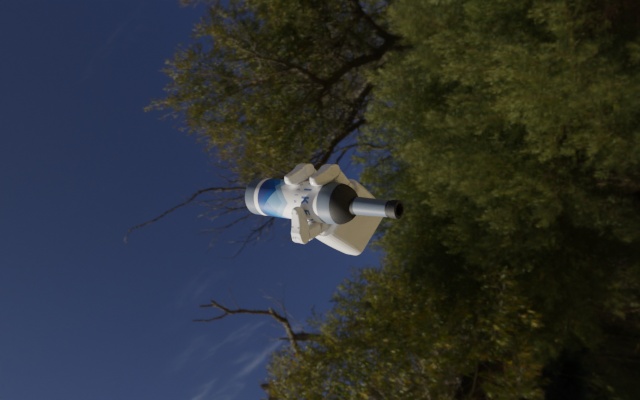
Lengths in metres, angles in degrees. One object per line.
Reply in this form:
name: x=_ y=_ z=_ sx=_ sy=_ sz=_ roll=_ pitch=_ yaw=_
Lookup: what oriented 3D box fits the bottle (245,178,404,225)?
bottle: x=0.000 y=0.003 z=0.776 sx=0.295 sy=0.069 sz=0.069 roll=5 pitch=3 yaw=39
